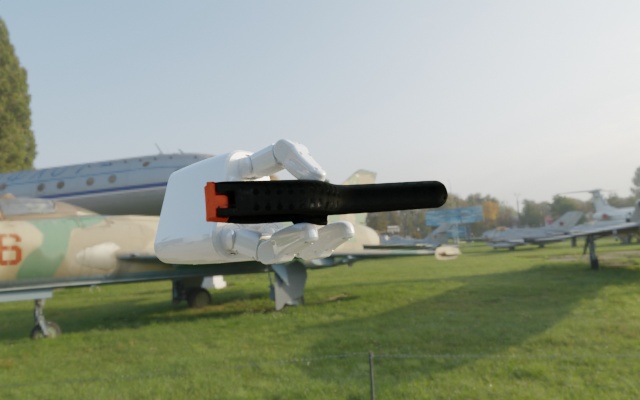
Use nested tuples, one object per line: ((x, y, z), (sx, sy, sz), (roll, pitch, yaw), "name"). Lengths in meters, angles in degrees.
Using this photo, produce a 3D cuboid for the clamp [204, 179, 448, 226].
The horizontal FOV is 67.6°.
((-0.001, 0.001, 0.412), (0.164, 0.036, 0.210), (-12, -10, 37), "clamp")
